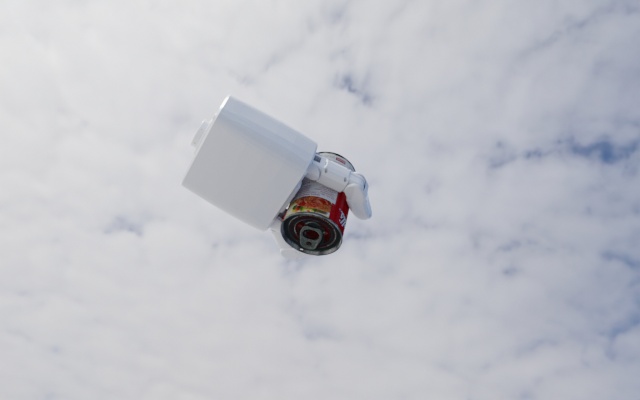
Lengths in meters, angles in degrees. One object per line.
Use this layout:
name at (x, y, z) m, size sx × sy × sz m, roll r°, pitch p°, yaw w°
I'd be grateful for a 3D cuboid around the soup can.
soup can at (0.001, 0.002, 0.539) m, size 0.068 × 0.102 × 0.069 m, roll 9°, pitch -44°, yaw 8°
